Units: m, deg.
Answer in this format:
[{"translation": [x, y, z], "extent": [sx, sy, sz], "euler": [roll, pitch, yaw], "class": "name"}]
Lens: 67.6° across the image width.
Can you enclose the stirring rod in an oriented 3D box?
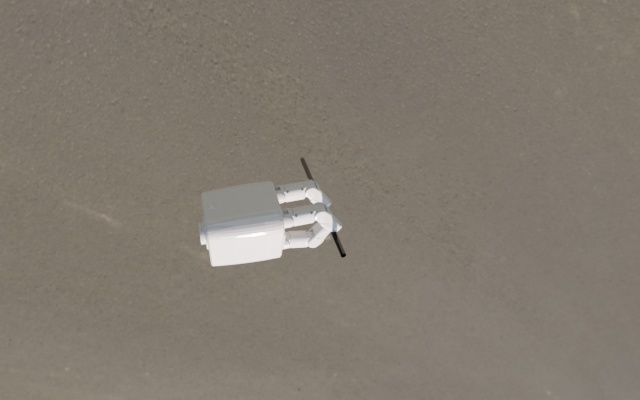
[{"translation": [0.000, 0.002, 0.764], "extent": [0.011, 0.011, 0.239], "euler": [0, 39, -20], "class": "stirring rod"}]
